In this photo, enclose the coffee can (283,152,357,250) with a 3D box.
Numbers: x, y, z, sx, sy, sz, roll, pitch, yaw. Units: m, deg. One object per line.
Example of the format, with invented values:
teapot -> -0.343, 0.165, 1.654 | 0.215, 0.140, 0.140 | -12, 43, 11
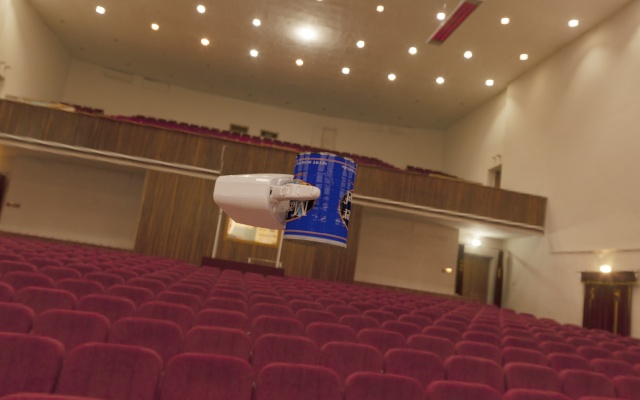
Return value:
coffee can -> 0.000, 0.003, 0.777 | 0.103, 0.140, 0.103 | 8, -10, 1
